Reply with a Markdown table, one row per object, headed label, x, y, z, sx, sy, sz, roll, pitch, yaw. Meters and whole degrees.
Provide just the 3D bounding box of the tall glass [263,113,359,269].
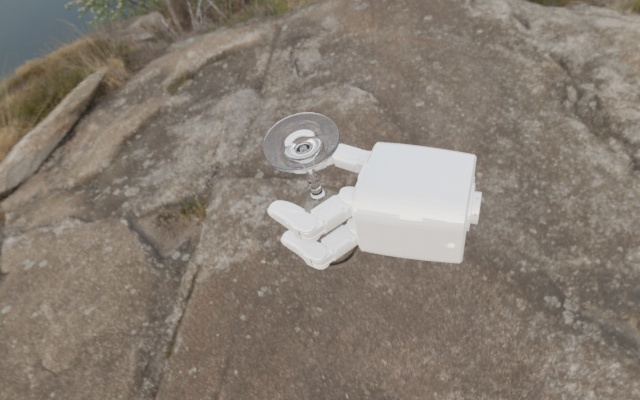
| label | x | y | z | sx | sy | sz | roll | pitch | yaw |
| --- | --- | --- | --- | --- | --- | --- | --- | --- | --- |
| tall glass | 0.000 | 0.001 | 0.525 | 0.079 | 0.079 | 0.201 | 0 | -35 | 13 |
